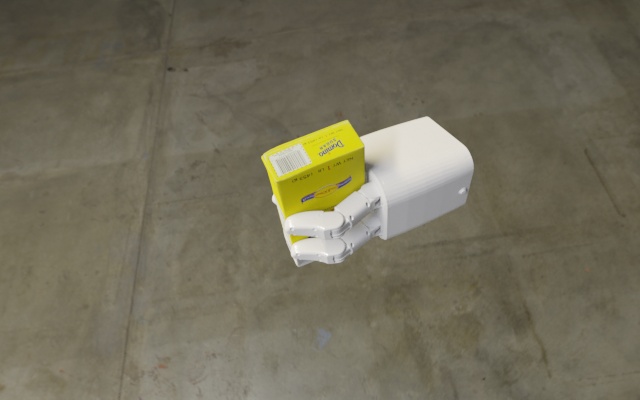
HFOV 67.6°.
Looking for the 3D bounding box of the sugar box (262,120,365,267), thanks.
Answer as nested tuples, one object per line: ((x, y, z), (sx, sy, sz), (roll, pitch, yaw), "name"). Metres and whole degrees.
((0.000, 0.002, 0.516), (0.093, 0.048, 0.176), (-22, -36, -9), "sugar box")
